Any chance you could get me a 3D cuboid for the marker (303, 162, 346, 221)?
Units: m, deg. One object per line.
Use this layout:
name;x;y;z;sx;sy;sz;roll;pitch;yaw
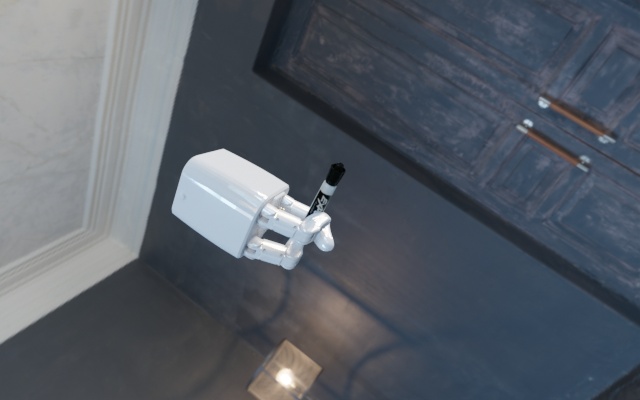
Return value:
marker;0.000;0.002;0.598;0.020;0.121;0.020;19;34;-14
